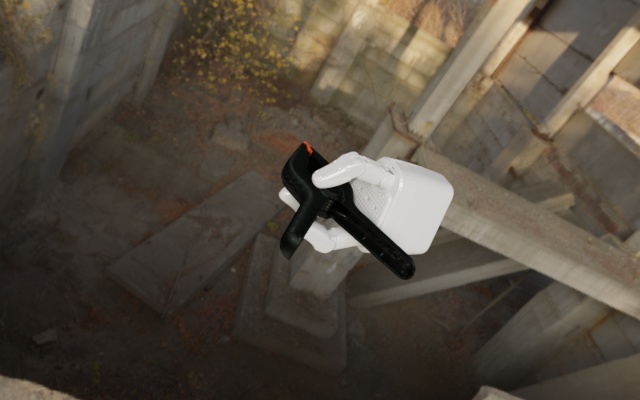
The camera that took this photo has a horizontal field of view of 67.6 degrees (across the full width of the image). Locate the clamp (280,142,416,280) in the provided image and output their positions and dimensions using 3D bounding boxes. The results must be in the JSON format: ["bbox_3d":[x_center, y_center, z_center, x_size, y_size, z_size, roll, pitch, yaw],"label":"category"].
[{"bbox_3d":[0.000,0.001,0.533,0.164,0.036,0.209,11,35,-39],"label":"clamp"}]
